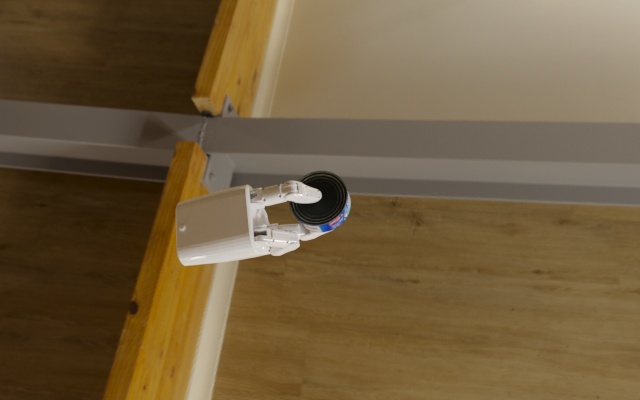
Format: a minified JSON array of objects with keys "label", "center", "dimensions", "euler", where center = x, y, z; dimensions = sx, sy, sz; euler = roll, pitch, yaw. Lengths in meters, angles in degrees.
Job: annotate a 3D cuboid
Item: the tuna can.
[{"label":"tuna can","center":[0.000,0.002,0.690],"dimensions":[0.086,0.086,0.034],"euler":[0,-24,15]}]
